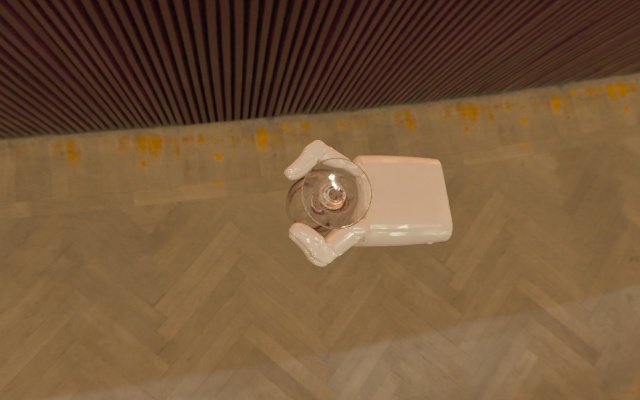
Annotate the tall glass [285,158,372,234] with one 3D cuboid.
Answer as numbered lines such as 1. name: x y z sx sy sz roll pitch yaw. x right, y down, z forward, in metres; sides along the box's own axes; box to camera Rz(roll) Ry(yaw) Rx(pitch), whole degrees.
1. tall glass: 0.000 0.002 0.586 0.079 0.079 0.201 0 -5 -10
